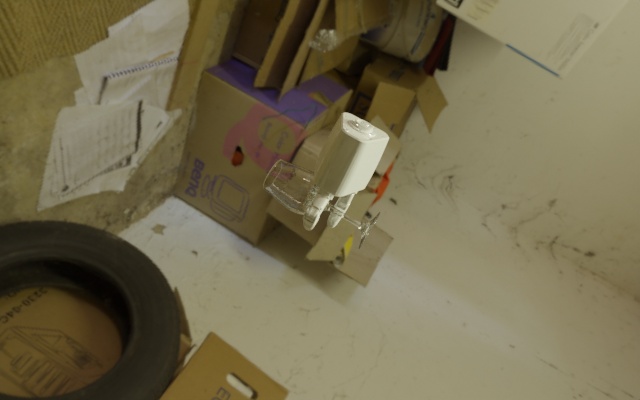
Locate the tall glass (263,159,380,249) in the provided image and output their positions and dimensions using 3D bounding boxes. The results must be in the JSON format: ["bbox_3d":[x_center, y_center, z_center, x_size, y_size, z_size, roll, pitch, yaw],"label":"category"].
[{"bbox_3d":[0.001,0.003,0.836,0.201,0.079,0.079,30,4,7],"label":"tall glass"}]
